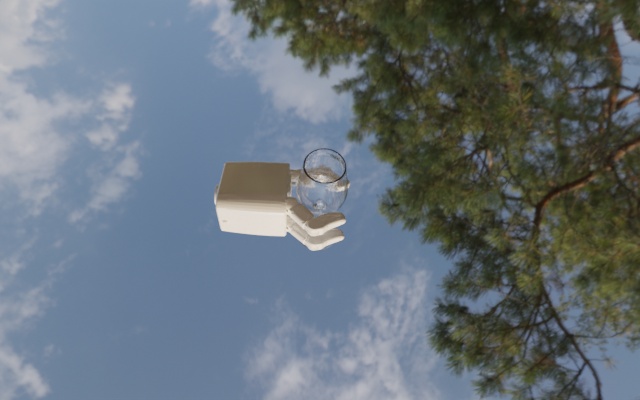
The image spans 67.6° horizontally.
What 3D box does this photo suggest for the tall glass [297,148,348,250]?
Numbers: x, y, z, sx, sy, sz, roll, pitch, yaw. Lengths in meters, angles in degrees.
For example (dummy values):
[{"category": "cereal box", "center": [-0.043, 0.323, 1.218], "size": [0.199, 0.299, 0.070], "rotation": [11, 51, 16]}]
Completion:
[{"category": "tall glass", "center": [0.000, 0.003, 0.761], "size": [0.079, 0.079, 0.201], "rotation": [0, -32, -4]}]
